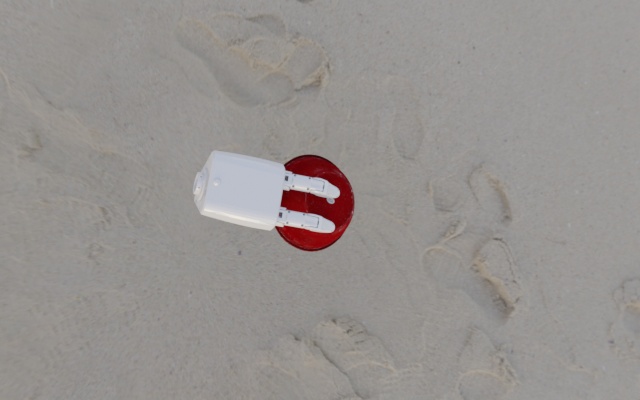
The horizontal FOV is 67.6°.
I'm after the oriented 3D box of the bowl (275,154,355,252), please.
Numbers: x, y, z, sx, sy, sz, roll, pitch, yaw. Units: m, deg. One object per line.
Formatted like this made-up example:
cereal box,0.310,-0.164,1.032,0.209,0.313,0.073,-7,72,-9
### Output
bowl,0.001,0.002,0.771,0.162,0.162,0.055,0,-3,-33
